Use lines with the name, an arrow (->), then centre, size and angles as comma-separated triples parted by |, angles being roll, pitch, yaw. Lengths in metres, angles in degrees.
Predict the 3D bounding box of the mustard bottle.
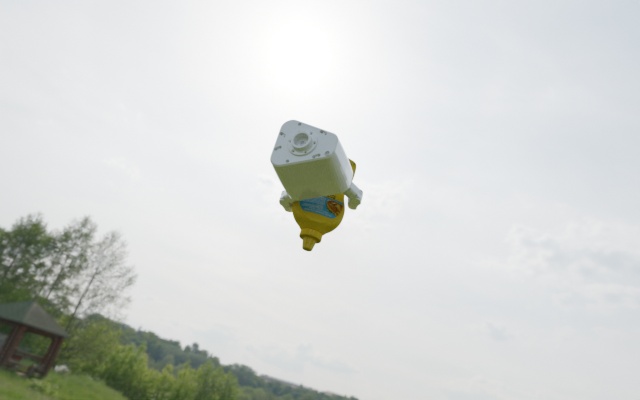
mustard bottle -> 0.000, 0.003, 0.879 | 0.096, 0.191, 0.058 | 17, -25, -2
